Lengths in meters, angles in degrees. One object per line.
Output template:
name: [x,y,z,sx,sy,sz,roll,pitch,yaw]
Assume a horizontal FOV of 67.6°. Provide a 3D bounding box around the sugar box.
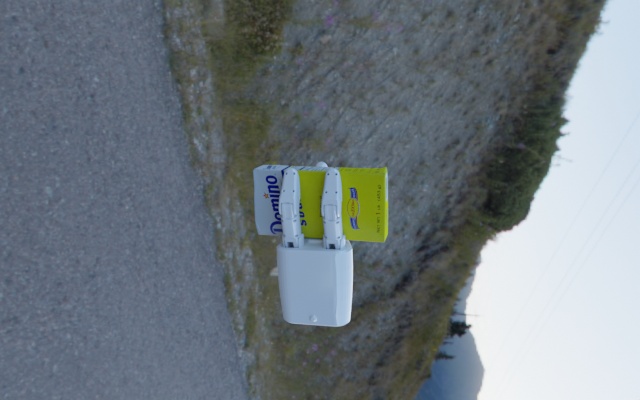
sugar box: [0.000,0.002,0.633,0.176,0.093,0.048,1,13,12]
